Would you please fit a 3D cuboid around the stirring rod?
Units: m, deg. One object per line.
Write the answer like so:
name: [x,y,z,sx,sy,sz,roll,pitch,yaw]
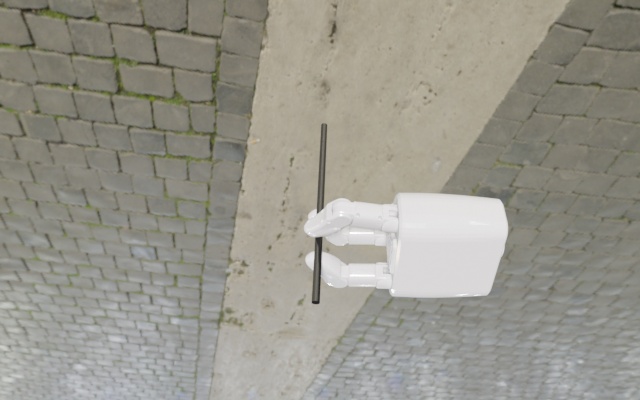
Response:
stirring rod: [0.000,0.002,0.529,0.011,0.239,0.011,2,-37,1]
